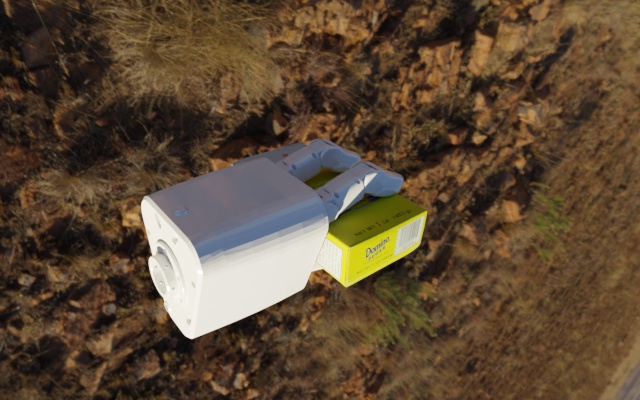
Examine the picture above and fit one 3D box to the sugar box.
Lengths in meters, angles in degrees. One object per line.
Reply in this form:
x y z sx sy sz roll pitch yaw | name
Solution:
0.000 0.001 0.442 0.093 0.048 0.176 -21 40 -35 | sugar box
